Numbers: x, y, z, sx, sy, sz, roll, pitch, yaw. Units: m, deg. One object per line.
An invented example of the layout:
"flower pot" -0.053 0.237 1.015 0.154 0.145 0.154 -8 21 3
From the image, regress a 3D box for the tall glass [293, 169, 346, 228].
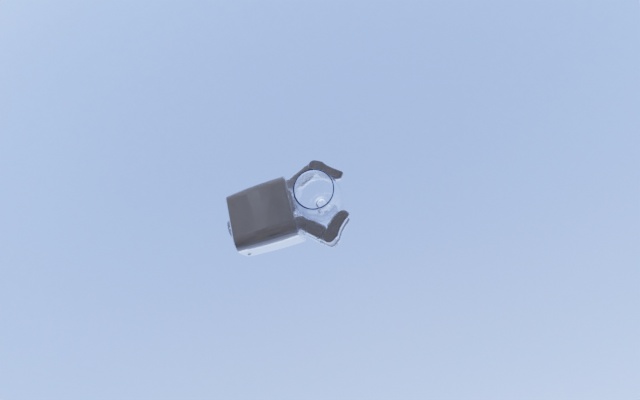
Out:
"tall glass" 0.000 0.003 0.799 0.079 0.079 0.201 0 -11 6
